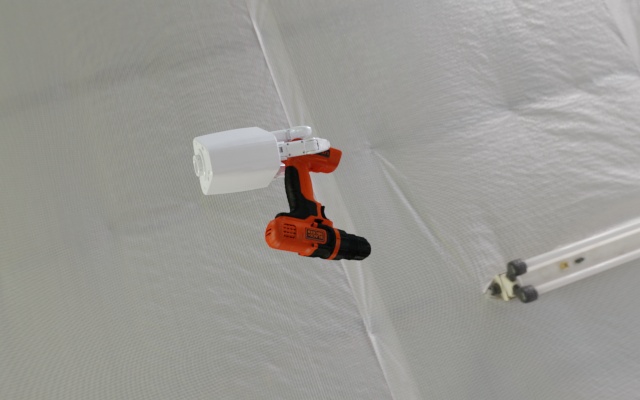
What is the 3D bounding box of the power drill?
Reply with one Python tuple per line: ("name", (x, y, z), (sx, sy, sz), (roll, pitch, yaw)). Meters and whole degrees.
("power drill", (0.000, 0.002, 0.768), (0.184, 0.187, 0.057), (13, -29, -31))
